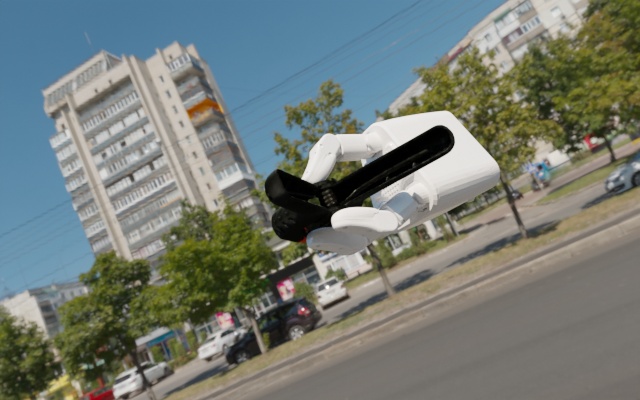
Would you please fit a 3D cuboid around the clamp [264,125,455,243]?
[{"bbox_3d":[0.000,0.001,0.431,0.164,0.036,0.210,-15,-14,-31],"label":"clamp"}]
